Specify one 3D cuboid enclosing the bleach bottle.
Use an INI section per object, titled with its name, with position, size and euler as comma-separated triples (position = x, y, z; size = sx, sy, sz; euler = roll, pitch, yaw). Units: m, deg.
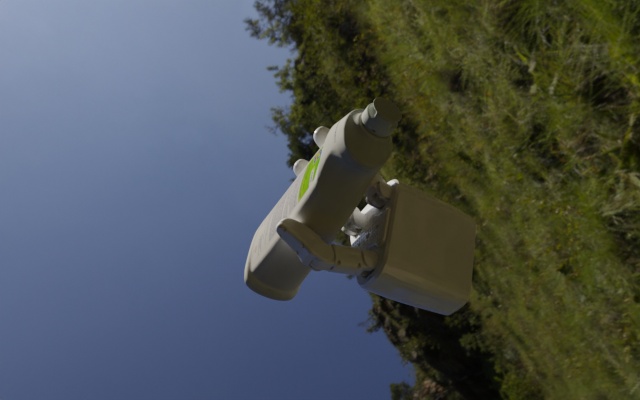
[bleach bottle]
position = 0.000, 0.002, 0.481
size = 0.068, 0.102, 0.251
euler = 22, -44, -16
